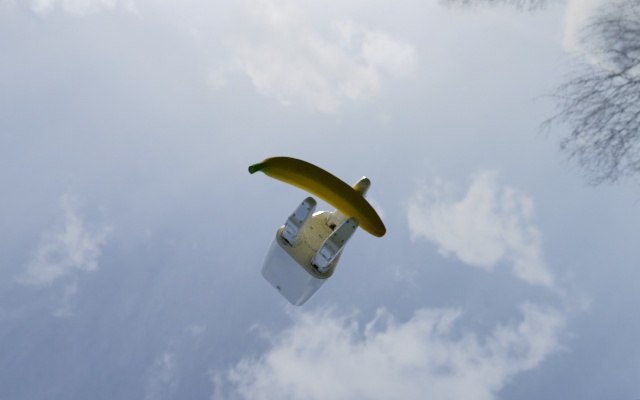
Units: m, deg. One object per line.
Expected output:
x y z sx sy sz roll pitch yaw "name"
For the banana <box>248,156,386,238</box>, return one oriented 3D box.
0.001 -0.012 0.636 0.198 0.069 0.037 25 -45 -9 "banana"
